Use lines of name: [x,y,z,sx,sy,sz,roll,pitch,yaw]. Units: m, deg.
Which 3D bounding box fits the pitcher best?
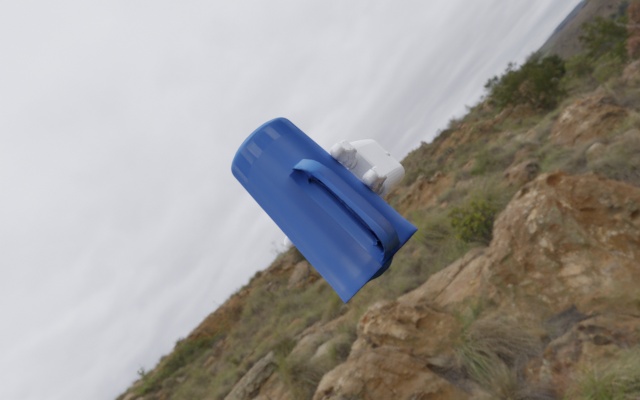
pitcher: [0.000,0.002,0.622,0.149,0.243,0.145,-51,-11,28]
